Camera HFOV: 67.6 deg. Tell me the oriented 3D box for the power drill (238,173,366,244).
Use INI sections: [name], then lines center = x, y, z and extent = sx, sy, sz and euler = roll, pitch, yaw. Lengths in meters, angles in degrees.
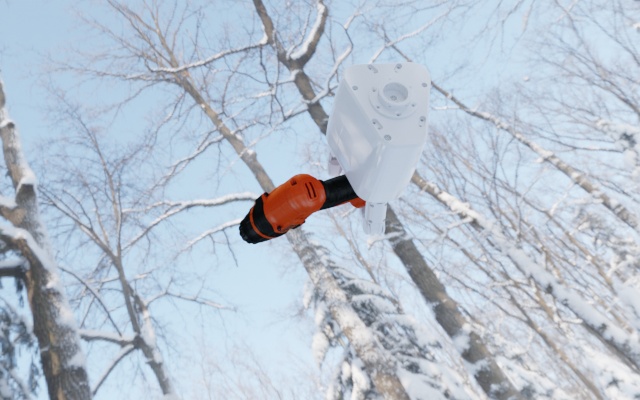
[power drill]
center = 0.001, 0.002, 0.611
extent = 0.187, 0.057, 0.184
euler = -18, -6, -33
